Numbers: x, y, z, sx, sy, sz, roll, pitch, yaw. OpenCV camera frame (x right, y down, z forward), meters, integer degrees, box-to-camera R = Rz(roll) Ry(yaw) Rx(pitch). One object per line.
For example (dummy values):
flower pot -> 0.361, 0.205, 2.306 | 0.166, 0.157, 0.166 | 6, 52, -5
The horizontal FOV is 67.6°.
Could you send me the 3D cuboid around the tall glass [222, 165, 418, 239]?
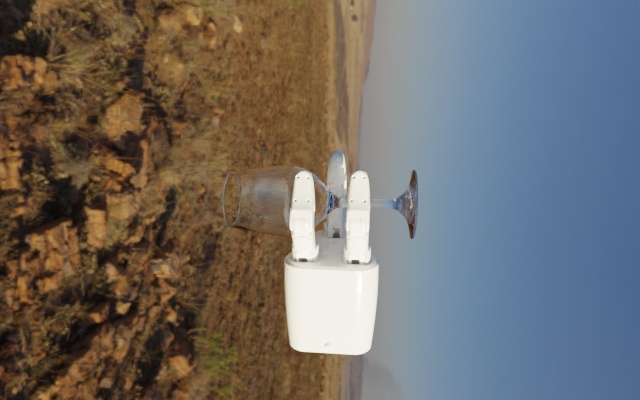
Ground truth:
tall glass -> 0.001, 0.002, 0.517 | 0.201, 0.079, 0.079 | 2, 0, 5
